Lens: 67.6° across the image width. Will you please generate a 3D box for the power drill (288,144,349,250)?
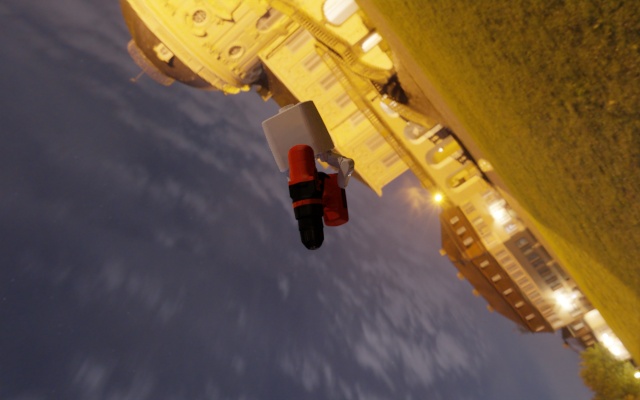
[{"bbox_3d":[0.000,0.003,0.883,0.057,0.184,0.188,-10,-11,17],"label":"power drill"}]
